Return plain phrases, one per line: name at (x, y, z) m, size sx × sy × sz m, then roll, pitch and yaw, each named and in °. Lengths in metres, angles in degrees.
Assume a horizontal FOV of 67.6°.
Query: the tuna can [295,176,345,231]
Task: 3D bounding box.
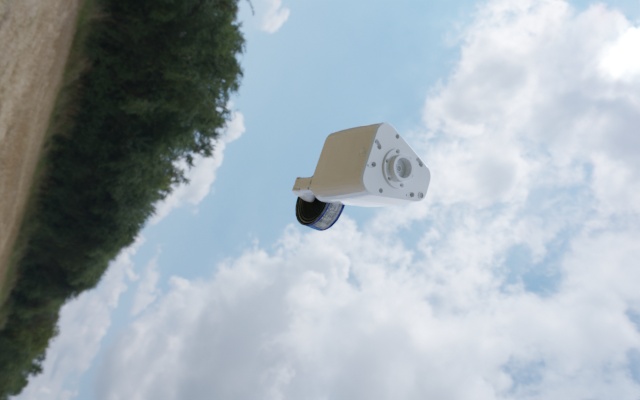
tuna can at (0.001, 0.003, 0.730) m, size 0.034 × 0.086 × 0.086 m, roll 24°, pitch -13°, yaw -33°
